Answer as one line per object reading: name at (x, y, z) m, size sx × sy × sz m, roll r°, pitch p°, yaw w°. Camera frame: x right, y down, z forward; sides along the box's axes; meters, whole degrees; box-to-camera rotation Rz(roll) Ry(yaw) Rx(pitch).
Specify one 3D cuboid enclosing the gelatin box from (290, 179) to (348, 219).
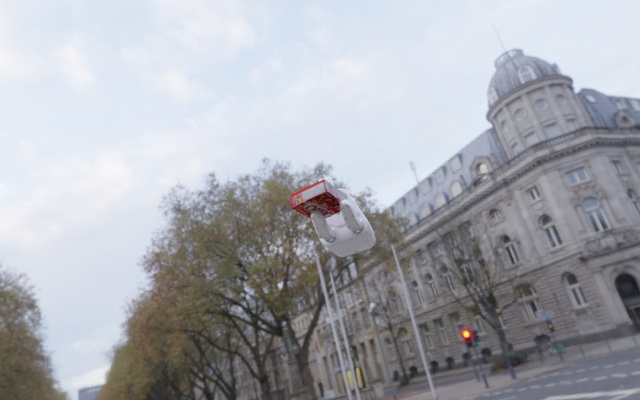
gelatin box at (0.000, 0.002, 0.844) m, size 0.073 × 0.030 × 0.089 m, roll -25°, pitch -30°, yaw 21°
